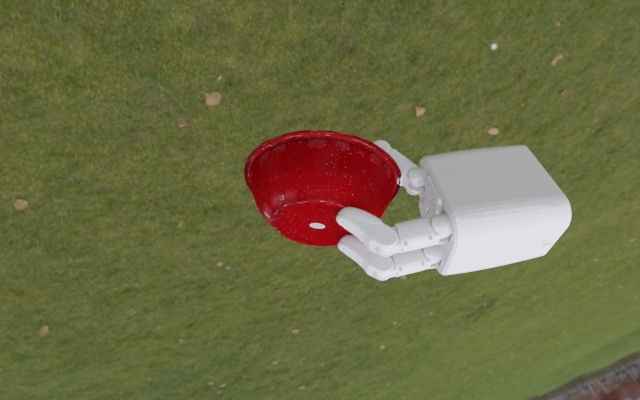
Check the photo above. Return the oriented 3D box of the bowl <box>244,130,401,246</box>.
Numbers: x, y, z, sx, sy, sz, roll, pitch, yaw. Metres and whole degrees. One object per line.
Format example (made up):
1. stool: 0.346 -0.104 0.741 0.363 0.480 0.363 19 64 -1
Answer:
1. bowl: -0.001 0.002 0.478 0.162 0.055 0.162 3 -31 2
